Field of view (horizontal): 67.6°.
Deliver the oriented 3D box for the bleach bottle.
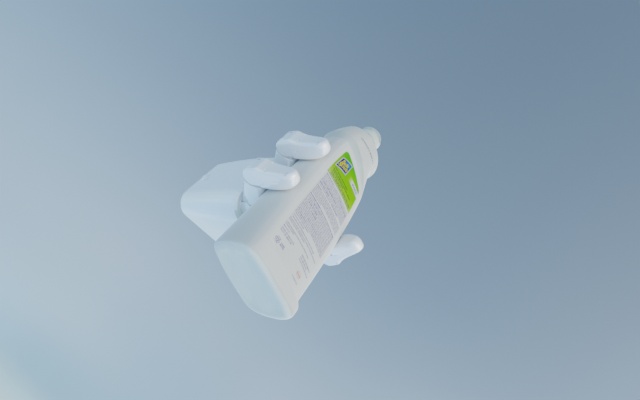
[{"bbox_3d":[0.000,0.002,0.517,0.068,0.103,0.250,3,38,39],"label":"bleach bottle"}]
